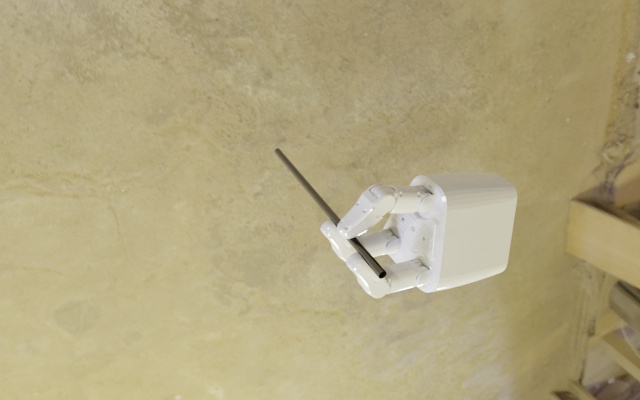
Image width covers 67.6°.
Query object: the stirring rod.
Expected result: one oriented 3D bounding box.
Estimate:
[{"bbox_3d":[0.000,0.002,0.493,0.011,0.011,0.239,0,31,-31],"label":"stirring rod"}]
